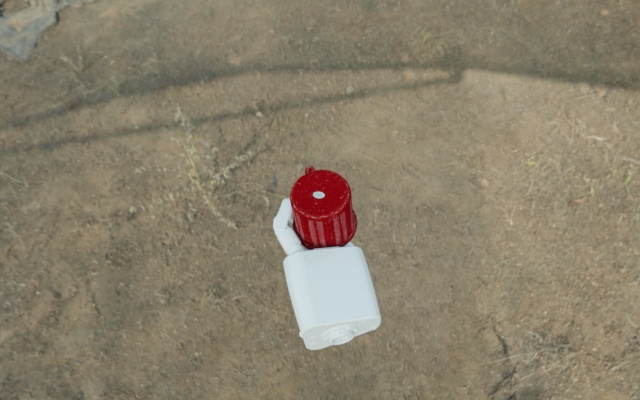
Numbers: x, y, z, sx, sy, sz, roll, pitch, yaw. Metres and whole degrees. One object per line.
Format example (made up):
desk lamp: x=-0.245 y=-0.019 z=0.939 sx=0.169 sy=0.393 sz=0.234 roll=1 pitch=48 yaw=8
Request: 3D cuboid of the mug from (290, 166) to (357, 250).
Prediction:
mug: x=0.000 y=0.001 z=0.662 sx=0.093 sy=0.117 sz=0.082 roll=-14 pitch=-34 yaw=-3
